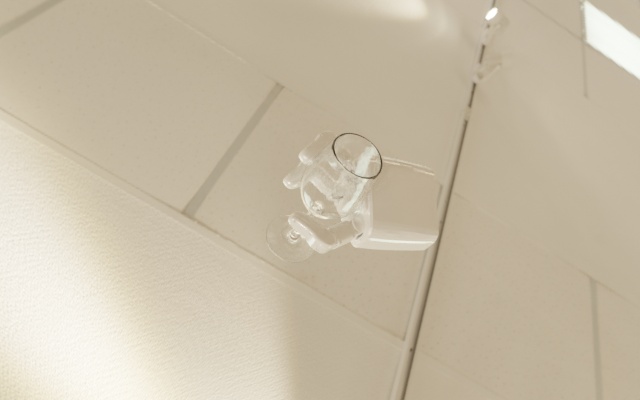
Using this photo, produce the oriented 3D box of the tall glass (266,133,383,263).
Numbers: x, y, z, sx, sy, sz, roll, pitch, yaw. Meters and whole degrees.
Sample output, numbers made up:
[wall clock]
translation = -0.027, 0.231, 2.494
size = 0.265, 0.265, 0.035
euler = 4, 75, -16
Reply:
[tall glass]
translation = 0.000, 0.002, 0.592
size = 0.079, 0.079, 0.201
euler = 0, -31, -29
